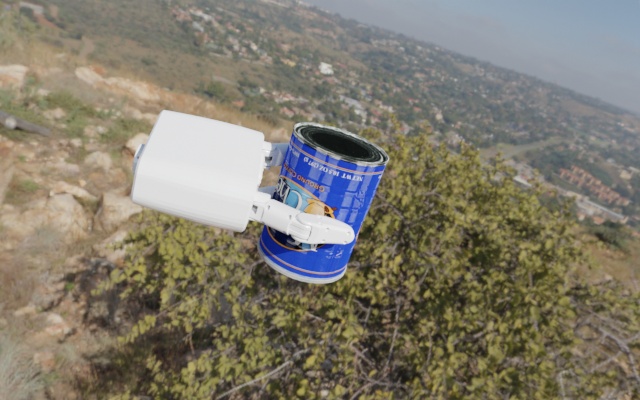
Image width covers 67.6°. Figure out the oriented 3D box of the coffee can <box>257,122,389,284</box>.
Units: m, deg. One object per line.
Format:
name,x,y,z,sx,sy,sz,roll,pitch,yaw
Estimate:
coffee can,0.000,0.002,0.508,0.103,0.140,0.102,16,22,-7
